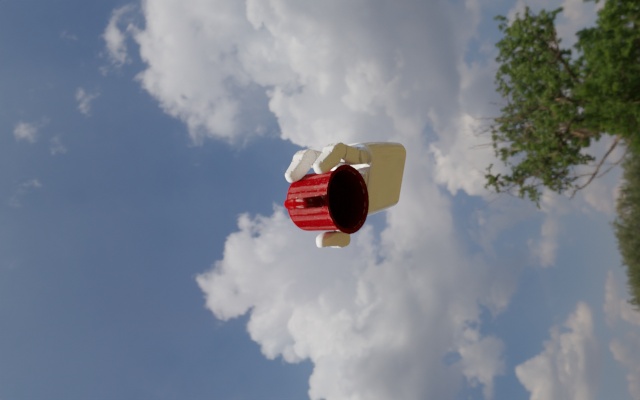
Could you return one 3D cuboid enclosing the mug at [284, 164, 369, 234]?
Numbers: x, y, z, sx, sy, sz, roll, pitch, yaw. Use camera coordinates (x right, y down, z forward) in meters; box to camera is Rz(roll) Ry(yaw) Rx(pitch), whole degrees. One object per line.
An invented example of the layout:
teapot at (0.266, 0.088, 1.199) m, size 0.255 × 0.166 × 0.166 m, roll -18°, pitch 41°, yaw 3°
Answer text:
mug at (-0.001, 0.002, 0.652) m, size 0.081 × 0.093 × 0.117 m, roll -5°, pitch 2°, yaw 41°
